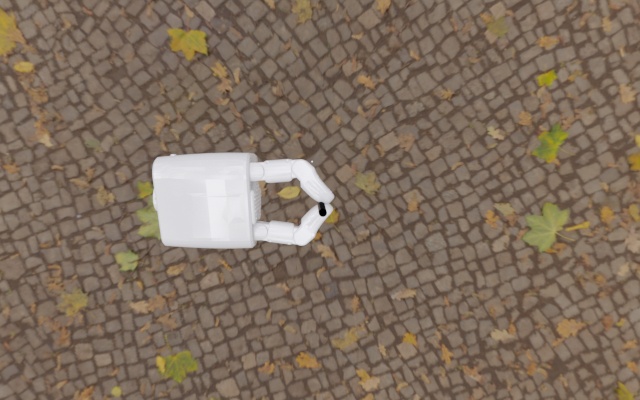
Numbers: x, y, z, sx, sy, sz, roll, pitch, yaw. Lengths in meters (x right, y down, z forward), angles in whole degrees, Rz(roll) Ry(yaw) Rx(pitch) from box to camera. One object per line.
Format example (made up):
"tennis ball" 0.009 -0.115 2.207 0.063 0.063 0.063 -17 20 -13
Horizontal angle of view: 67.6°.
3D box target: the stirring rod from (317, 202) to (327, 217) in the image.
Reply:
"stirring rod" 0.000 0.002 0.571 0.011 0.011 0.239 0 5 -1
